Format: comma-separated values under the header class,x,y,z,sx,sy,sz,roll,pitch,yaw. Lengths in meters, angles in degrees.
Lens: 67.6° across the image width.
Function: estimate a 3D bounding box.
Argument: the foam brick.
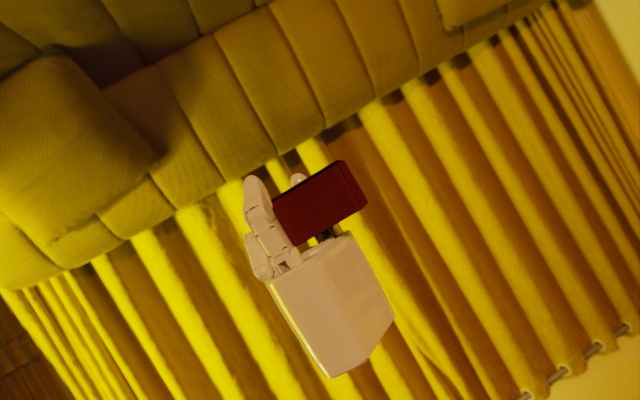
class,x,y,z,sx,sy,sz,roll,pitch,yaw
foam brick,0.000,0.001,0.467,0.078,0.051,0.053,-31,-1,14
